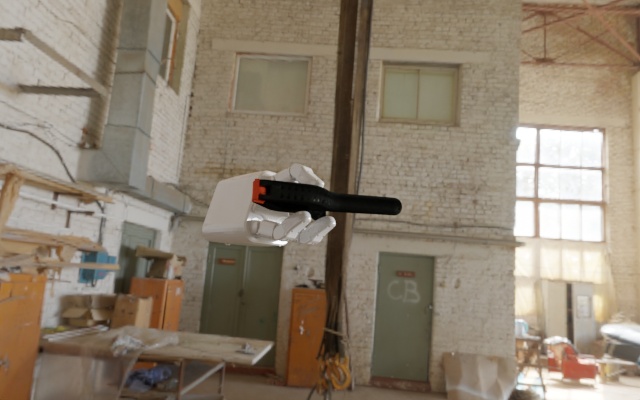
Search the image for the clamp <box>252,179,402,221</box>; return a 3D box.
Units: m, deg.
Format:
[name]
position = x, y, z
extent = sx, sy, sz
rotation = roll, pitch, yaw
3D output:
[clamp]
position = 0.000, 0.001, 0.657
extent = 0.164, 0.036, 0.210
rotation = -8, -15, 38
